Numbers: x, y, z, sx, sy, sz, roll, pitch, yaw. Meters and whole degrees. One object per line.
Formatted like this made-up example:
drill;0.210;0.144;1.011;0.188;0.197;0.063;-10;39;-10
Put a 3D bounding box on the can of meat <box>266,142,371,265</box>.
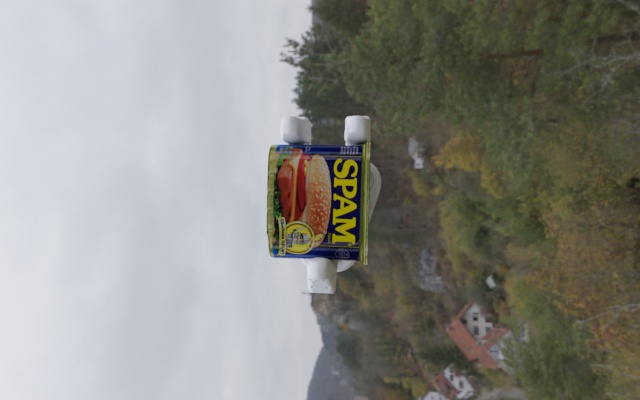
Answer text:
can of meat;0.000;0.001;0.408;0.084;0.102;0.057;2;0;6
